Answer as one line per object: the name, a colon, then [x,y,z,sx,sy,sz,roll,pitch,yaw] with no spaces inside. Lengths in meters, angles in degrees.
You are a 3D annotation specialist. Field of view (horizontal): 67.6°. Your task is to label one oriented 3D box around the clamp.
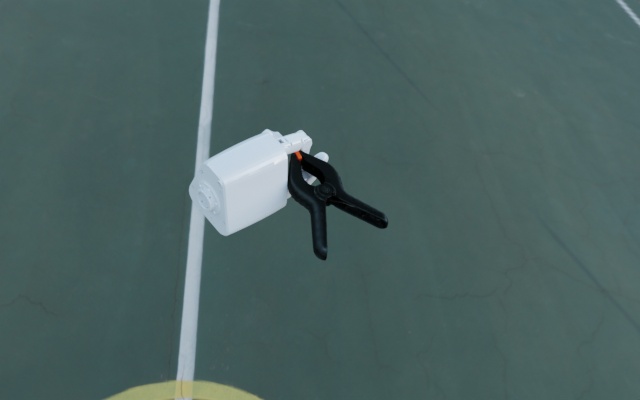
clamp: [0.000,0.002,0.667,0.120,0.171,0.039,-31,-23,-36]
